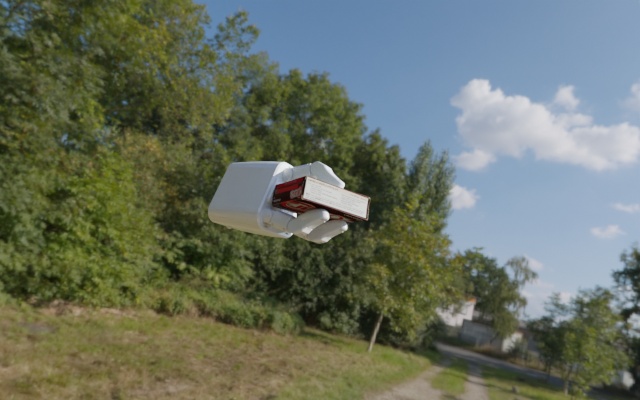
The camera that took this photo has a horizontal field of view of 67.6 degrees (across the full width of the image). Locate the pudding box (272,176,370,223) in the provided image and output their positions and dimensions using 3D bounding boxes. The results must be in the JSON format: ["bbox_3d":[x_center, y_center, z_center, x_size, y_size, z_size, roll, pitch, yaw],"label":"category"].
[{"bbox_3d":[0.000,0.002,0.683,0.113,0.039,0.090,16,-13,-29],"label":"pudding box"}]
